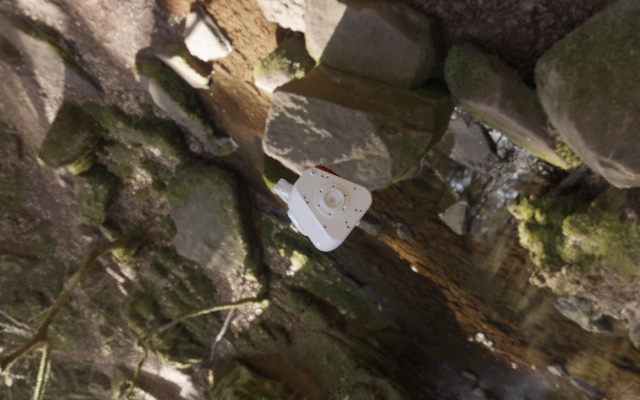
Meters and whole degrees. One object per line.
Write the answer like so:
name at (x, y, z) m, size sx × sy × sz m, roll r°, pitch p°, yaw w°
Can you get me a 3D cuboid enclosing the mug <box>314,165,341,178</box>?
mug at (0.000, 0.003, 0.837) m, size 0.093 × 0.081 × 0.117 m, roll 39°, pitch -14°, yaw 3°
